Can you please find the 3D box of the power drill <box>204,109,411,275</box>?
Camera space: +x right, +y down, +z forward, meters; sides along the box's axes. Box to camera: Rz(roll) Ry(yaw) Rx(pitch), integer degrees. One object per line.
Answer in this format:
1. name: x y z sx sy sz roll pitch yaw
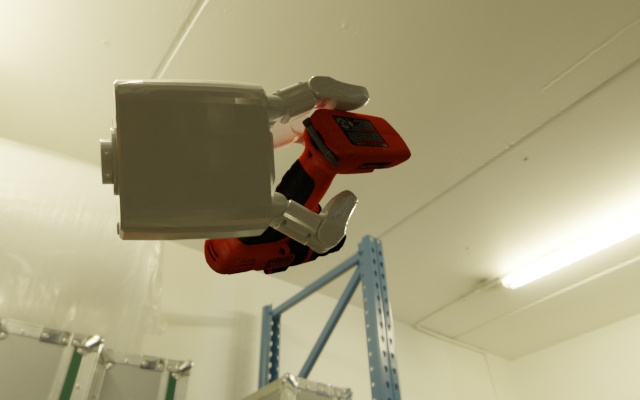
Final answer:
1. power drill: 0.000 0.001 0.465 0.184 0.057 0.188 -5 -38 -49
